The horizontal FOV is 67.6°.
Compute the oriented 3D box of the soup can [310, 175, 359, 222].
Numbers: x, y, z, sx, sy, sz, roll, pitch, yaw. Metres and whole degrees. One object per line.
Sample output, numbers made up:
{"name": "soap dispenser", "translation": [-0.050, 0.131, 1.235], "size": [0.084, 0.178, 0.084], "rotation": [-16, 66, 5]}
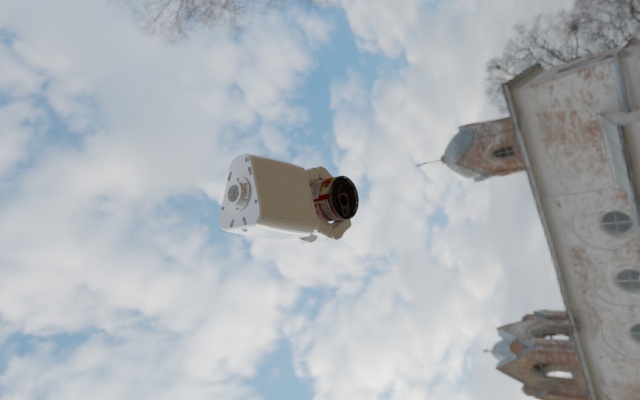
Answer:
{"name": "soup can", "translation": [0.000, 0.002, 0.757], "size": [0.102, 0.068, 0.068], "rotation": [-11, -7, 41]}
